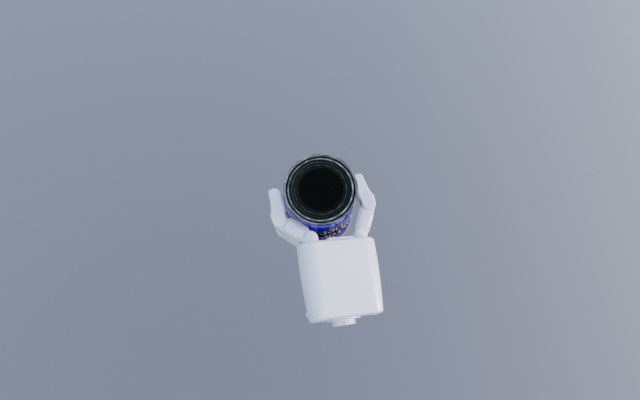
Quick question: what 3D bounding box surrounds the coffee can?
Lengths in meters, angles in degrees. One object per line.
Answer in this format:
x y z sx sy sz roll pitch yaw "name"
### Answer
0.000 0.002 0.718 0.103 0.102 0.140 0 -15 0 "coffee can"
